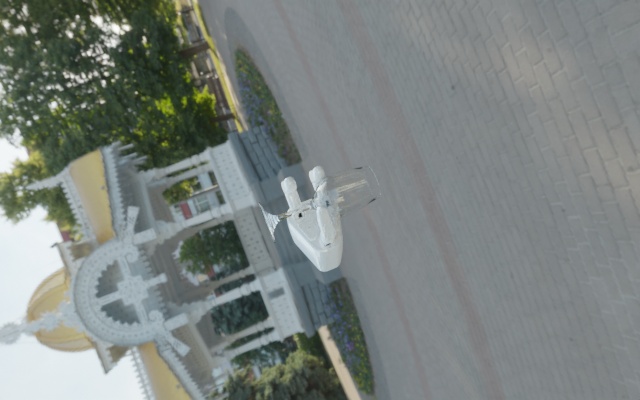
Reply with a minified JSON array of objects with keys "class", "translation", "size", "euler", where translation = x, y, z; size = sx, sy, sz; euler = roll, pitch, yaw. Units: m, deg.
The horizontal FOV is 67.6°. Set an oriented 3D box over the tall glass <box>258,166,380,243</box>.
[{"class":"tall glass","translation":[0.000,0.003,0.824],"size":[0.201,0.079,0.079],"euler":[-21,3,-9]}]
